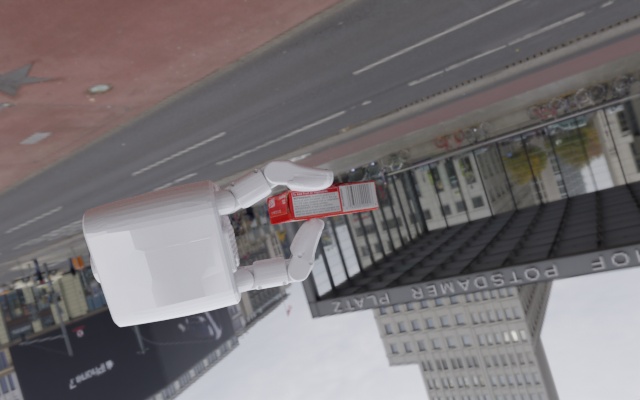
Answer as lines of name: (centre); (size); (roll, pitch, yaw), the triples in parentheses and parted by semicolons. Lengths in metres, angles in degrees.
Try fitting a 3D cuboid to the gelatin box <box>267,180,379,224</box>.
gelatin box: (0.000, 0.002, 0.462); (0.089, 0.030, 0.073); (-7, -2, -20)
